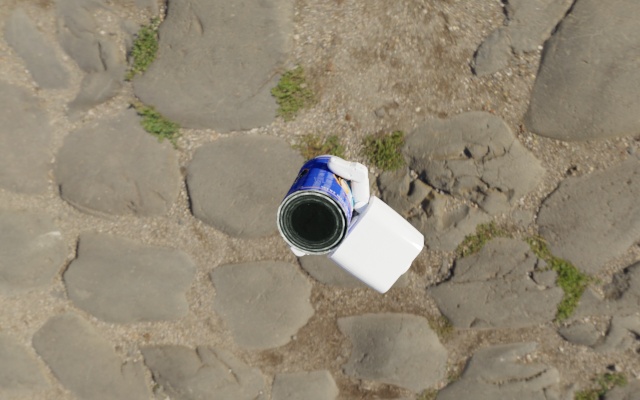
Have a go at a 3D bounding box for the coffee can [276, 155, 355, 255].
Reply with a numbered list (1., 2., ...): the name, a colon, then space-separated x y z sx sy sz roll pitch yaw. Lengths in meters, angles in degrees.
1. coffee can: 0.000 0.002 0.723 0.103 0.103 0.140 0 25 11
